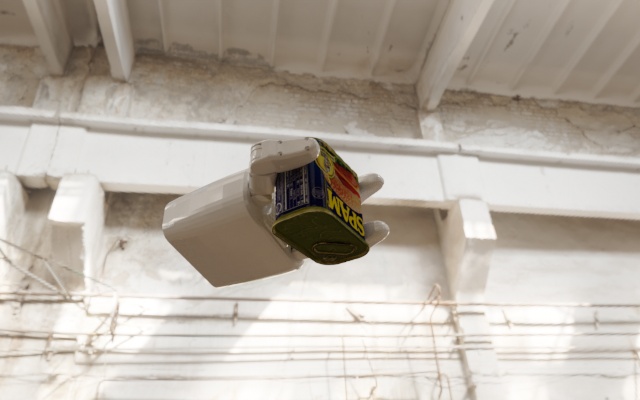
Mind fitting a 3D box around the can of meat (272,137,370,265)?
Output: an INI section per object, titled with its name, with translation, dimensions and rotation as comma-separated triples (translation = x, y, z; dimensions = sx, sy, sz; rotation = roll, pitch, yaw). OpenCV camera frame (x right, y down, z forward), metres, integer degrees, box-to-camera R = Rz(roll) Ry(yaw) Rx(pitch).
[can of meat]
translation = 0.000, 0.001, 0.443
dimensions = 0.057, 0.084, 0.102
rotation = -20, -36, 24
